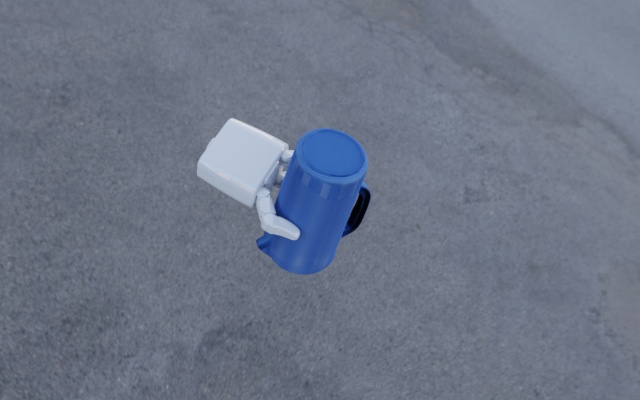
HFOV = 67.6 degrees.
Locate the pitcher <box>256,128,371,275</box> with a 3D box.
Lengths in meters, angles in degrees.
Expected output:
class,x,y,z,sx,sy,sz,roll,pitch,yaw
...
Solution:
class,x,y,z,sx,sy,sz,roll,pitch,yaw
pitcher,0.000,0.002,0.767,0.145,0.149,0.243,28,-40,6
